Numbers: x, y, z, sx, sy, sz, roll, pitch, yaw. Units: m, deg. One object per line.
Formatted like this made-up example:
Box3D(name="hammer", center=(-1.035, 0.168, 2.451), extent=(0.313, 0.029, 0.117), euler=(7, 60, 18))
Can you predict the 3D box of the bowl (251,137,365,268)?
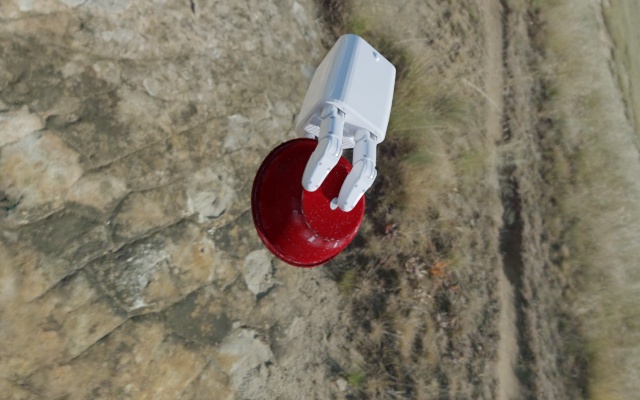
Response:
Box3D(name="bowl", center=(0.000, 0.003, 0.573), extent=(0.162, 0.162, 0.055), euler=(0, -1, -36))
